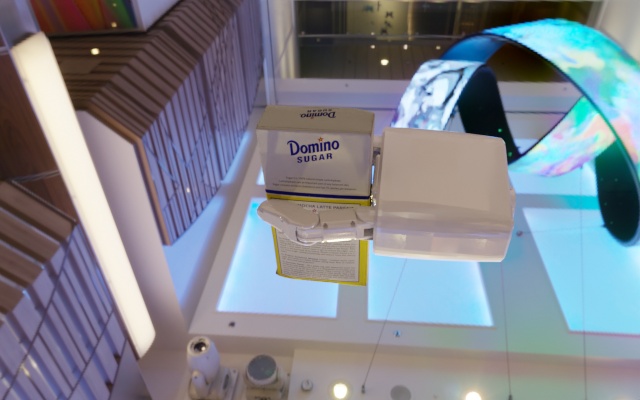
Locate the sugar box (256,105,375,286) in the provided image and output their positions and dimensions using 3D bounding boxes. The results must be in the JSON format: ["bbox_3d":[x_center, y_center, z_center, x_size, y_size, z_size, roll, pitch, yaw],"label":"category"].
[{"bbox_3d":[0.000,0.001,0.433,0.093,0.176,0.048,5,38,8],"label":"sugar box"}]
